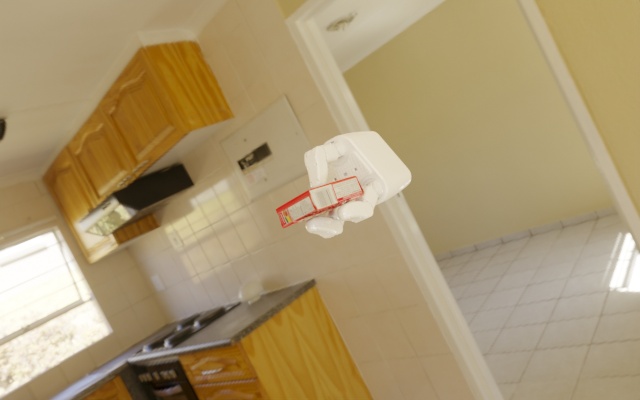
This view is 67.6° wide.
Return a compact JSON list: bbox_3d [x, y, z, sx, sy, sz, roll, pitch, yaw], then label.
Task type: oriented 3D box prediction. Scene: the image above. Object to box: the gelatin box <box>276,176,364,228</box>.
[{"bbox_3d":[0.000,0.002,0.601,0.089,0.030,0.073,-18,-6,-43],"label":"gelatin box"}]
